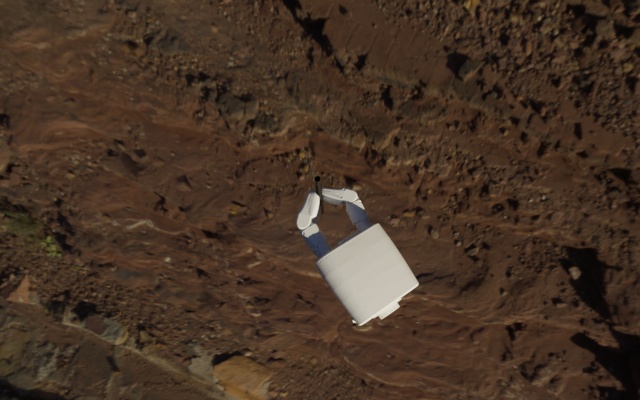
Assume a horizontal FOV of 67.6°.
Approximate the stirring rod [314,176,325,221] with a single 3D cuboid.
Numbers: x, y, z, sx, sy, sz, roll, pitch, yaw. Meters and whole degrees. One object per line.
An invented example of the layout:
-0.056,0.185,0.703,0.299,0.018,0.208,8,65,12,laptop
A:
0.000,0.002,0.727,0.011,0.011,0.239,0,-15,2,stirring rod
